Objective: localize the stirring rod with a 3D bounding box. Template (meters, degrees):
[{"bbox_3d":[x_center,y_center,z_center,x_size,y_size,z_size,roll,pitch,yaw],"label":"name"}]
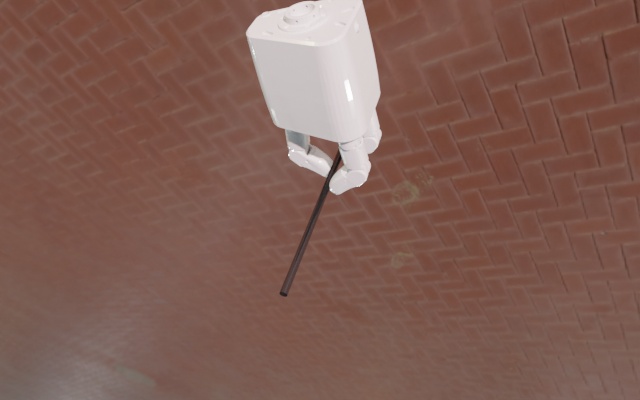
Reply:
[{"bbox_3d":[0.000,0.002,0.526,0.011,0.239,0.011,13,-39,11],"label":"stirring rod"}]
